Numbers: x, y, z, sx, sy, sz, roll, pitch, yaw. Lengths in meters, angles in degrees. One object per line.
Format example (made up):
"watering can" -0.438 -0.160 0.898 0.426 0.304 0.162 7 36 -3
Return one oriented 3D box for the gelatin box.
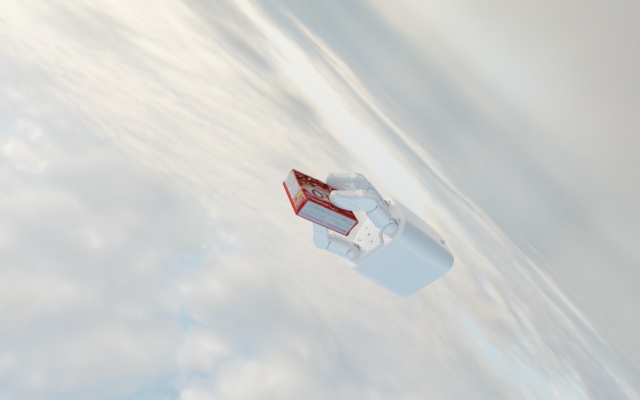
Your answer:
"gelatin box" 0.000 0.002 0.626 0.089 0.030 0.073 24 24 -32
